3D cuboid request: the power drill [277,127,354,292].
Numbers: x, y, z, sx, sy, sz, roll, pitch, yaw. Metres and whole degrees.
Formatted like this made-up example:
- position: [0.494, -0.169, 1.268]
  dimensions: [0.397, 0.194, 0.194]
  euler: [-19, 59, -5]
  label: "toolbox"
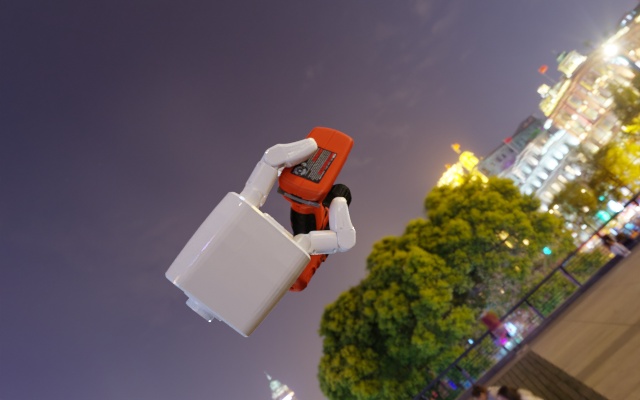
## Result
- position: [0.000, 0.002, 0.603]
  dimensions: [0.057, 0.184, 0.188]
  euler: [19, -38, 14]
  label: "power drill"
